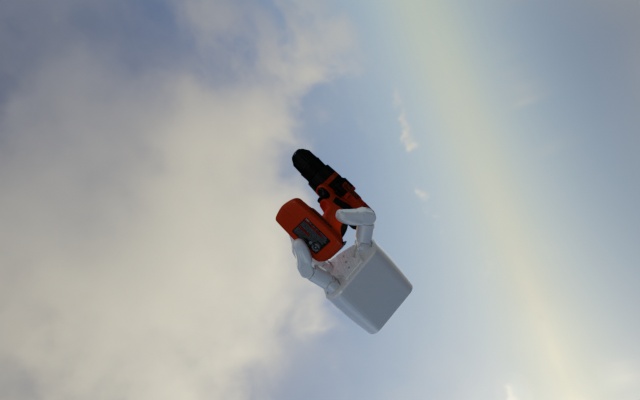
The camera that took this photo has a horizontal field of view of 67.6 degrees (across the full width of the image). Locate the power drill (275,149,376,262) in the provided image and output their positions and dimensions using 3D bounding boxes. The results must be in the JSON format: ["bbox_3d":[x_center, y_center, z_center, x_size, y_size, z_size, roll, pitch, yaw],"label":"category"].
[{"bbox_3d":[0.000,0.003,0.771,0.057,0.184,0.187,-47,0,30],"label":"power drill"}]
